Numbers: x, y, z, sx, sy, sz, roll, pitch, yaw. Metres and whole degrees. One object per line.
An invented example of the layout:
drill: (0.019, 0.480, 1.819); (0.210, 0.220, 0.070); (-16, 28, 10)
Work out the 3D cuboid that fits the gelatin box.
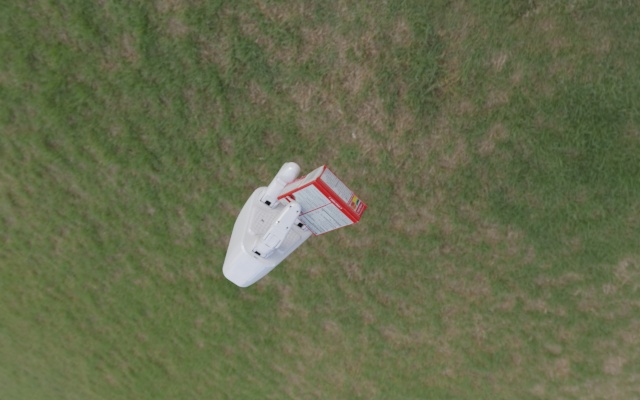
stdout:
gelatin box: (0.000, 0.002, 0.573); (0.073, 0.030, 0.089); (43, -34, -18)
